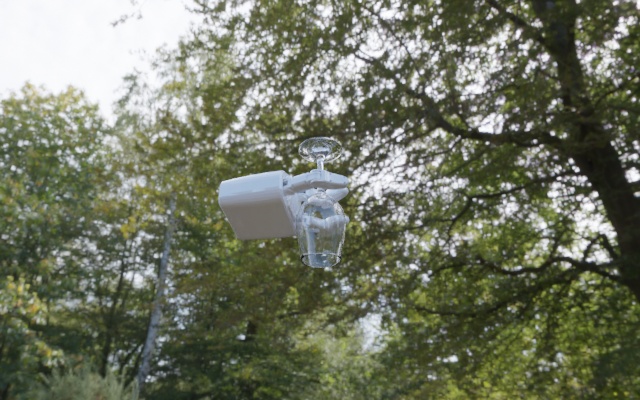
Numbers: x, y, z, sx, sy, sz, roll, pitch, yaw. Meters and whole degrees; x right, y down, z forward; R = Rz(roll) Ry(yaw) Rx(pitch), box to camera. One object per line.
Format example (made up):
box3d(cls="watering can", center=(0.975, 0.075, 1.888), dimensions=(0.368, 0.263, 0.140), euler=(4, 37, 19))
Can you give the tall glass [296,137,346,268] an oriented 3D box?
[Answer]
box3d(cls="tall glass", center=(0.000, 0.002, 0.760), dimensions=(0.079, 0.201, 0.079), euler=(-1, -28, 0))
